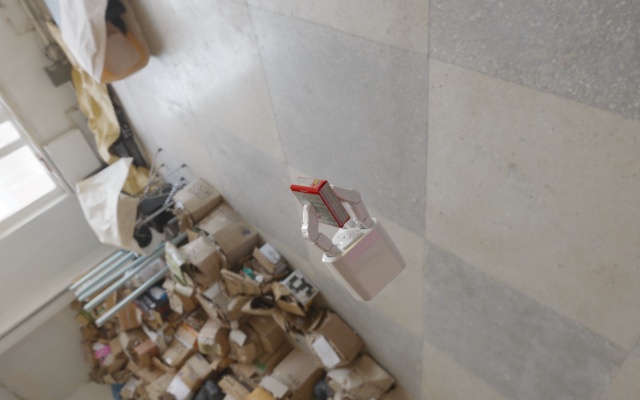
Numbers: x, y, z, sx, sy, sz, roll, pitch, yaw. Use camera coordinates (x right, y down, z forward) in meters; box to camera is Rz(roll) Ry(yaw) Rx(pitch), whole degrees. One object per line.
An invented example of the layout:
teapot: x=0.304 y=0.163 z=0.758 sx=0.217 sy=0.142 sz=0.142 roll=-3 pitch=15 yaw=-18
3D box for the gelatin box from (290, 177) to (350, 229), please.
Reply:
gelatin box: x=0.000 y=0.003 z=0.799 sx=0.073 sy=0.030 sz=0.089 roll=10 pitch=-37 yaw=49
